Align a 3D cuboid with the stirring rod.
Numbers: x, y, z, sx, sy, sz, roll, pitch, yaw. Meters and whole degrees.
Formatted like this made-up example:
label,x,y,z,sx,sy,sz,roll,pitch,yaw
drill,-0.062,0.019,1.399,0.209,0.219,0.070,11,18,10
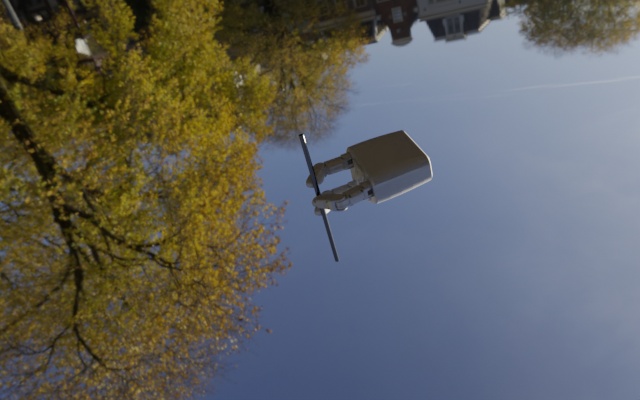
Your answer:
label,x,y,z,sx,sy,sz,roll,pitch,yaw
stirring rod,0.000,0.002,0.781,0.011,0.240,0.011,-12,28,7
